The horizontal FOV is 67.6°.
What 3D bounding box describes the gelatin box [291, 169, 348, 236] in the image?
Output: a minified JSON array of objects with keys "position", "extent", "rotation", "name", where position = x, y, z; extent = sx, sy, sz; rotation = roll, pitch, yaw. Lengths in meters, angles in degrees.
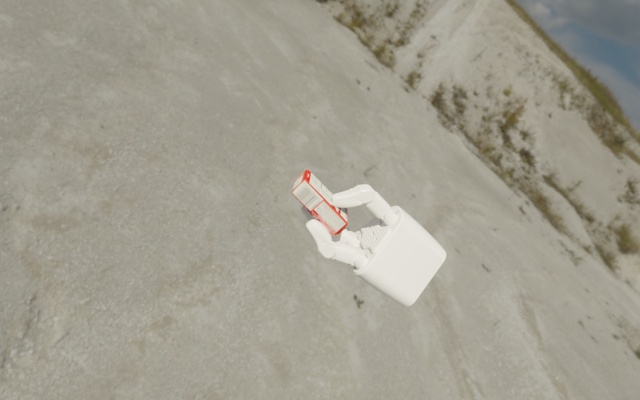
[{"position":[0.000,0.002,0.679],"extent":[0.030,0.089,0.073],"rotation":[-42,11,12],"name":"gelatin box"}]
